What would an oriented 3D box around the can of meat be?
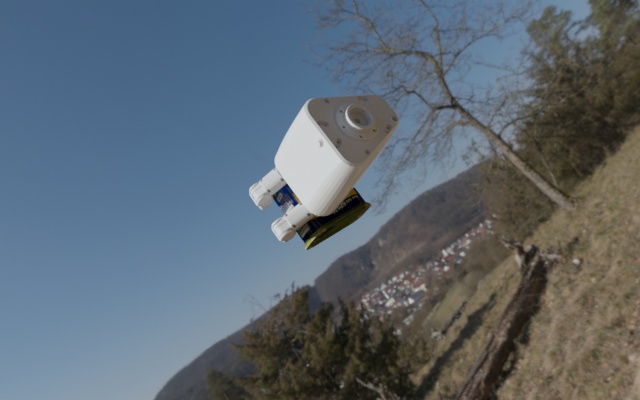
[{"bbox_3d":[0.000,0.002,0.624,0.102,0.084,0.057,-29,-14,-30],"label":"can of meat"}]
